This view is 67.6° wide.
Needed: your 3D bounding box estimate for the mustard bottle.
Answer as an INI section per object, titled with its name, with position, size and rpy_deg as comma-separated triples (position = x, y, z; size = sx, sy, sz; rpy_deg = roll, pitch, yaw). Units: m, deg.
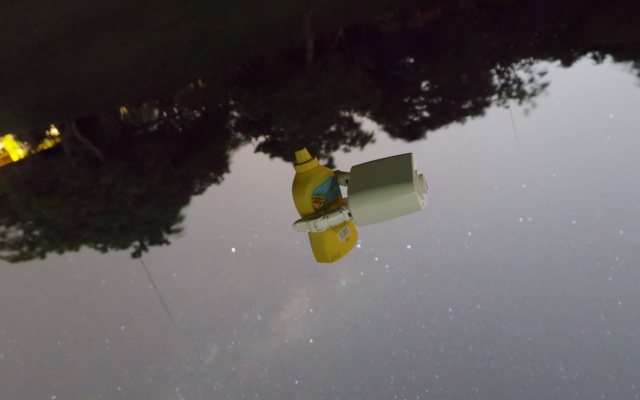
[mustard bottle]
position = 0.000, 0.003, 0.799
size = 0.058, 0.192, 0.096
rpy_deg = -4, 24, 42
